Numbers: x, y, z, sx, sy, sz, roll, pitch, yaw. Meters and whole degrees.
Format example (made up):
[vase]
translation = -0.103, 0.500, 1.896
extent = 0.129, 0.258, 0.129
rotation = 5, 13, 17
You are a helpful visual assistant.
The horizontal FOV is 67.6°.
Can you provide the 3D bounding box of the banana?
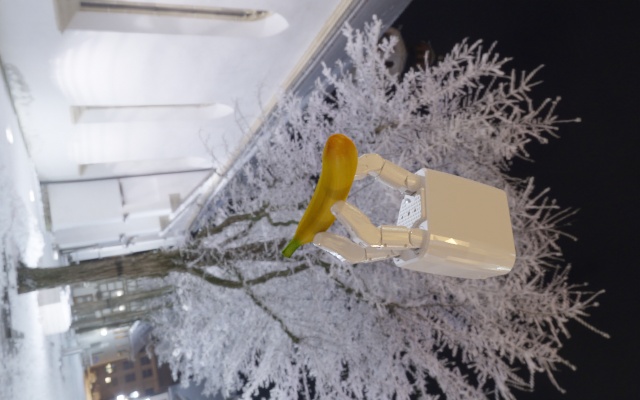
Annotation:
[banana]
translation = 0.008, -0.008, 0.505
extent = 0.037, 0.198, 0.069
rotation = 31, 49, 8
